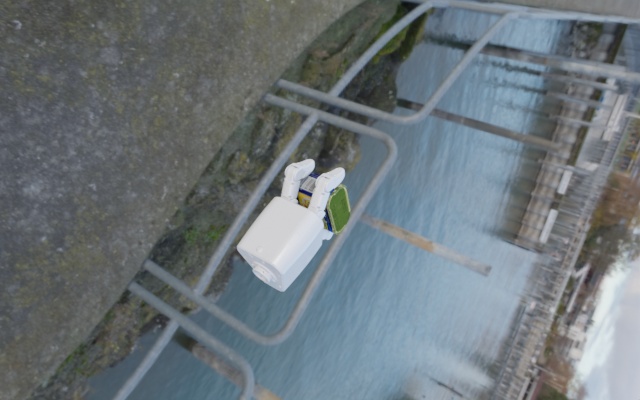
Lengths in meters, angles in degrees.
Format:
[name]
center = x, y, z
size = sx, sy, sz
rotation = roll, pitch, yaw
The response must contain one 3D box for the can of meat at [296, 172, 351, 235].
[can of meat]
center = 0.000, 0.003, 0.806
size = 0.084, 0.057, 0.102
rotation = 23, -31, 29
